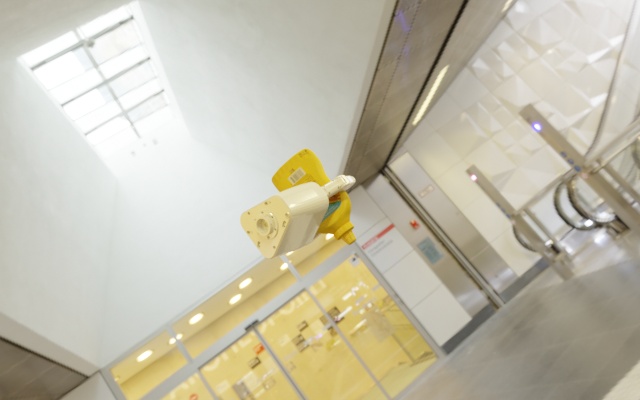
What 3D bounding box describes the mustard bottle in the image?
[{"bbox_3d":[0.000,0.003,0.884,0.096,0.191,0.058,-41,-13,9],"label":"mustard bottle"}]
